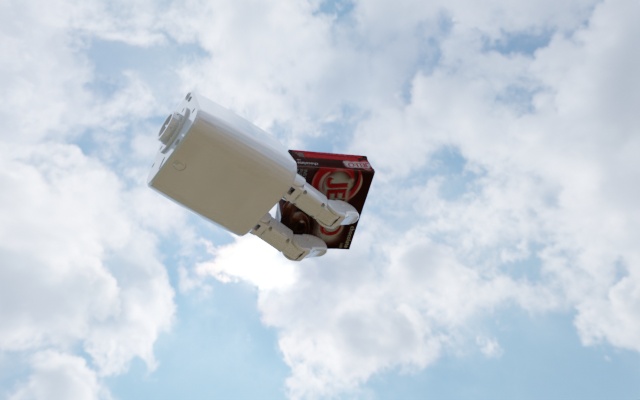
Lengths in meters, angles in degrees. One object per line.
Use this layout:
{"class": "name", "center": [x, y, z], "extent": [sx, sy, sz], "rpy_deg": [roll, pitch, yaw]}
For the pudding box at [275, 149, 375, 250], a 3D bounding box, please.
{"class": "pudding box", "center": [0.000, 0.002, 0.523], "extent": [0.090, 0.114, 0.039], "rpy_deg": [3, 38, -16]}
